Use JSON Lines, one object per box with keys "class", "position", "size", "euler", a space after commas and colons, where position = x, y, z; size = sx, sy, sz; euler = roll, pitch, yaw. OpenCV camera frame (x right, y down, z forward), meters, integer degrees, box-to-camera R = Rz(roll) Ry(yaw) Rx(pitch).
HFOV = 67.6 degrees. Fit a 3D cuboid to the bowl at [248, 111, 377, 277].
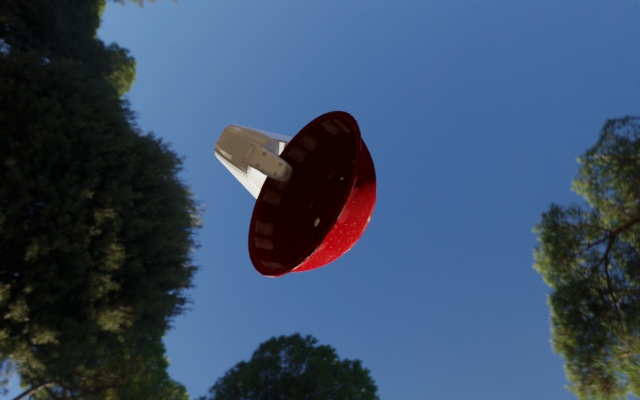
{"class": "bowl", "position": [0.001, 0.002, 0.437], "size": [0.055, 0.162, 0.162], "euler": [28, -15, -29]}
